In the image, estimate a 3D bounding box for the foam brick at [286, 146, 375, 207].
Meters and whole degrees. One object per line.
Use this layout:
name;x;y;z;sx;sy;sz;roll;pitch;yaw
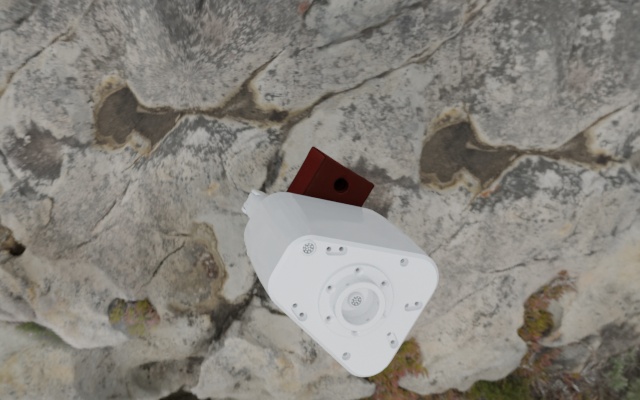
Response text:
foam brick;0.000;0.001;0.417;0.053;0.078;0.051;29;4;-19
